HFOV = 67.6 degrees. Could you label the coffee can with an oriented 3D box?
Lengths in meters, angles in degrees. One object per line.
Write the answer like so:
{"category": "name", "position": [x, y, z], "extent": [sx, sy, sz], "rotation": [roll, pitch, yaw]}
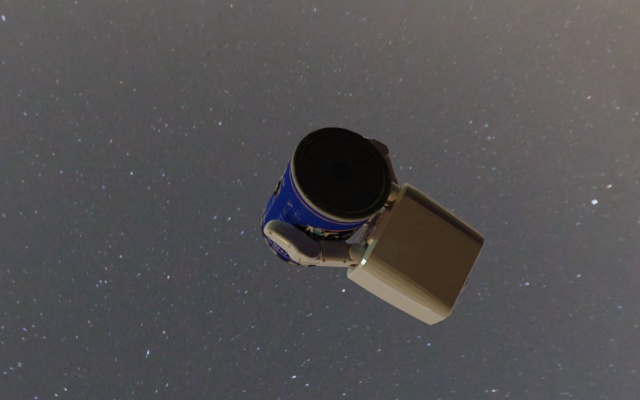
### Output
{"category": "coffee can", "position": [0.000, 0.002, 0.519], "extent": [0.103, 0.102, 0.140], "rotation": [0, -26, -21]}
